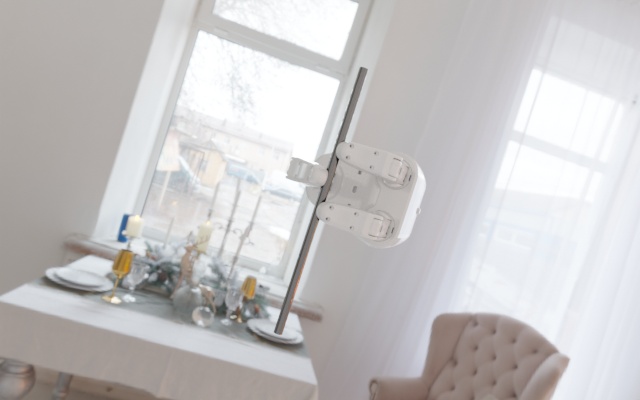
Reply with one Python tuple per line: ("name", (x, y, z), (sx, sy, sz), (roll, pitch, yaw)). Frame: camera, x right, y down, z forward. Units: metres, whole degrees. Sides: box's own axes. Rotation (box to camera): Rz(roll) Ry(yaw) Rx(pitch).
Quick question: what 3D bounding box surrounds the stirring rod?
("stirring rod", (0.000, 0.001, 0.413), (0.011, 0.239, 0.011), (18, 2, -1))
